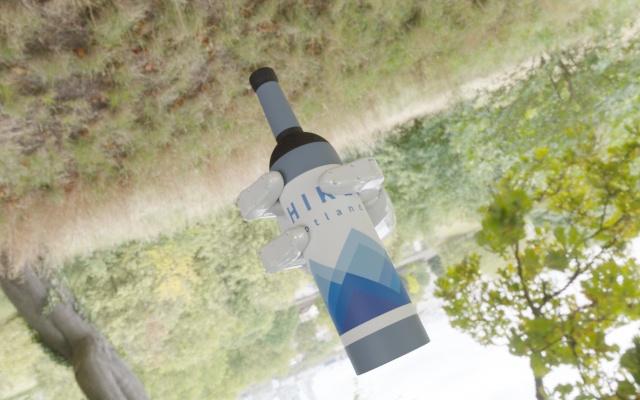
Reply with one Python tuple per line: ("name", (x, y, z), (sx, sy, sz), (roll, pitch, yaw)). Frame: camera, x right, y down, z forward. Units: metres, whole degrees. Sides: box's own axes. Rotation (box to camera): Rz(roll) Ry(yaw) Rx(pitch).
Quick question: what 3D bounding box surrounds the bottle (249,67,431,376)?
("bottle", (0.000, 0.002, 0.431), (0.069, 0.295, 0.069), (-22, -19, -8))
